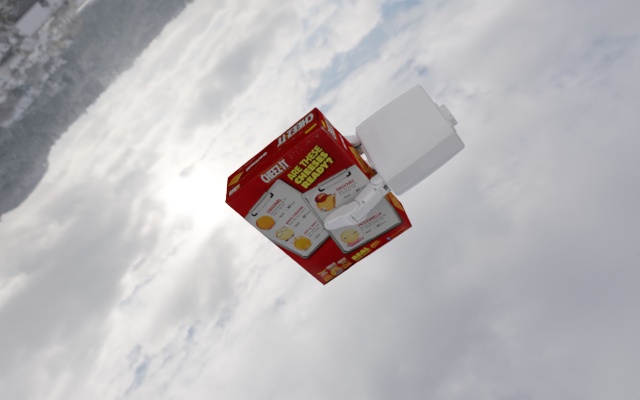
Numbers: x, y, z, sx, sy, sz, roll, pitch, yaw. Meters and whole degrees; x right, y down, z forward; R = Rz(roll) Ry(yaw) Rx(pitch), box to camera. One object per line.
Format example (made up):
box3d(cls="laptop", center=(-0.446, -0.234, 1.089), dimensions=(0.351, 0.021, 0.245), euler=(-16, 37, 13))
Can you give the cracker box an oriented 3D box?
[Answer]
box3d(cls="cracker box", center=(0.000, 0.002, 0.667), dimensions=(0.164, 0.214, 0.072), euler=(-36, 32, 15))
